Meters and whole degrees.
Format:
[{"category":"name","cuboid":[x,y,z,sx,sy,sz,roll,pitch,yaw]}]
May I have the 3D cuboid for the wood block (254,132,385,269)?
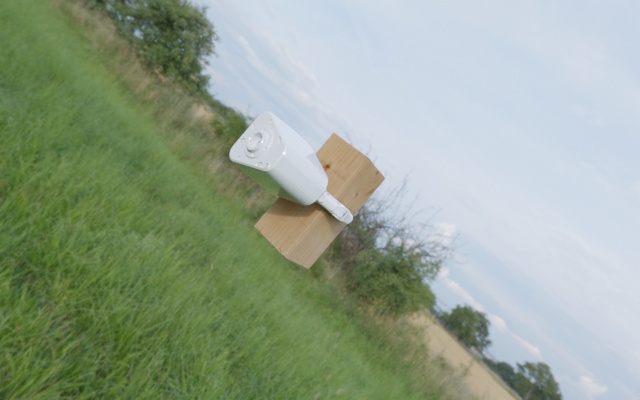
[{"category":"wood block","cuboid":[0.000,0.003,0.809,0.090,0.206,0.090,41,1,33]}]
